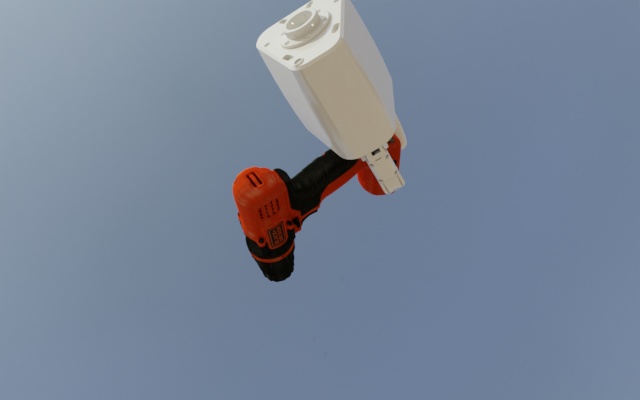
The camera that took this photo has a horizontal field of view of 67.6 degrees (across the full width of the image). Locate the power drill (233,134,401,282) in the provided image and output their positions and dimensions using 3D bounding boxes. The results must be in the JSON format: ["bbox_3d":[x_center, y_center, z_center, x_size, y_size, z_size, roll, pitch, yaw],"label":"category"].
[{"bbox_3d":[0.000,0.001,0.528,0.187,0.057,0.185,-33,-30,-18],"label":"power drill"}]
